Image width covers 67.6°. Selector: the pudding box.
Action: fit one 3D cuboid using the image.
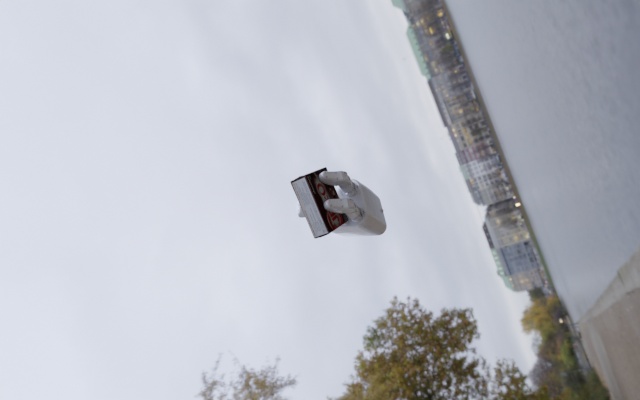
[{"bbox_3d":[0.000,0.003,0.863,0.039,0.113,0.090,-24,2,27],"label":"pudding box"}]
